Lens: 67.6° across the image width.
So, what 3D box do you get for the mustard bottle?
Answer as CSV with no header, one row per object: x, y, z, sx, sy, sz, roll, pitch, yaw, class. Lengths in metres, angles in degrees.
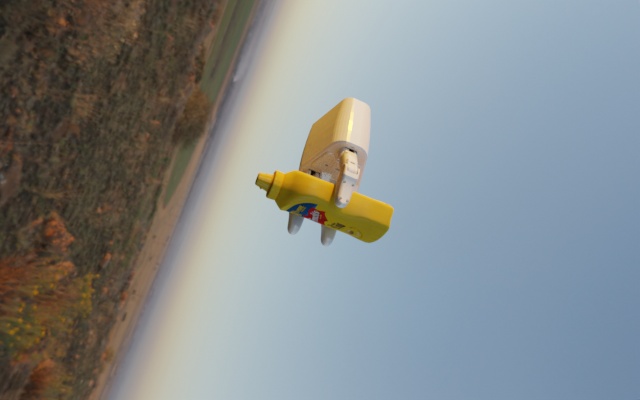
0.000,0.003,0.677,0.191,0.058,0.096,21,-17,-13,mustard bottle
